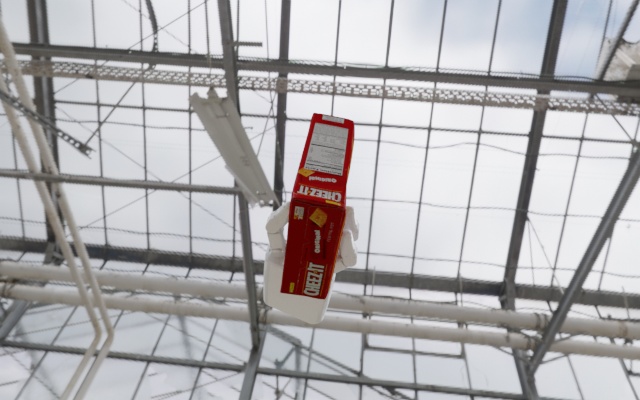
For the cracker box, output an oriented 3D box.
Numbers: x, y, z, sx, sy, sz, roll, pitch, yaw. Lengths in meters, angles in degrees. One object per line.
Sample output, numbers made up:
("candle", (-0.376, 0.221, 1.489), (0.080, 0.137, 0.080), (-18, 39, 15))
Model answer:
("cracker box", (0.000, 0.002, 0.666), (0.072, 0.164, 0.213), (9, 38, 0))
